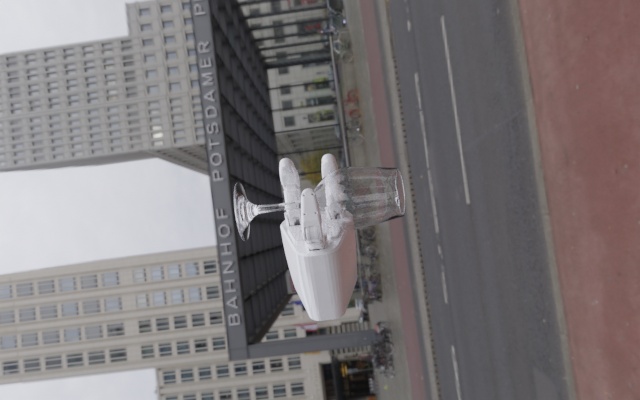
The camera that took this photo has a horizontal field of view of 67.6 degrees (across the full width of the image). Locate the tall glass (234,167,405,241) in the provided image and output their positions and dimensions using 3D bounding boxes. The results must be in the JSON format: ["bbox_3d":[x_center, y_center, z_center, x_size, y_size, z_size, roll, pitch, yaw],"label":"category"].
[{"bbox_3d":[-0.001,0.002,0.592,0.201,0.079,0.079,-7,0,2],"label":"tall glass"}]
